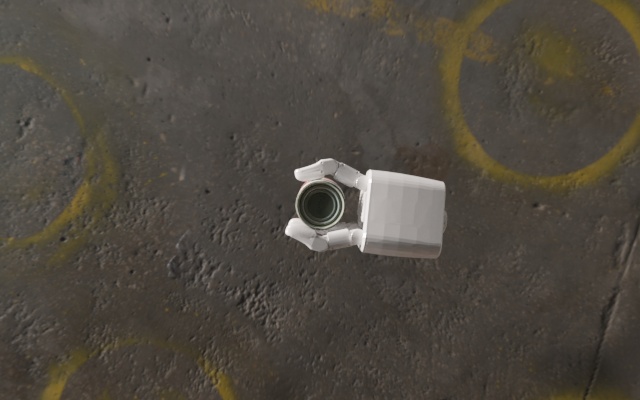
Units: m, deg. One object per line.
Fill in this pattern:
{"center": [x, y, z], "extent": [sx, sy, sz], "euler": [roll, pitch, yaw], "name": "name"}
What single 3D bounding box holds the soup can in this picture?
{"center": [0.000, 0.002, 0.679], "extent": [0.068, 0.068, 0.102], "euler": [0, 6, 0], "name": "soup can"}
